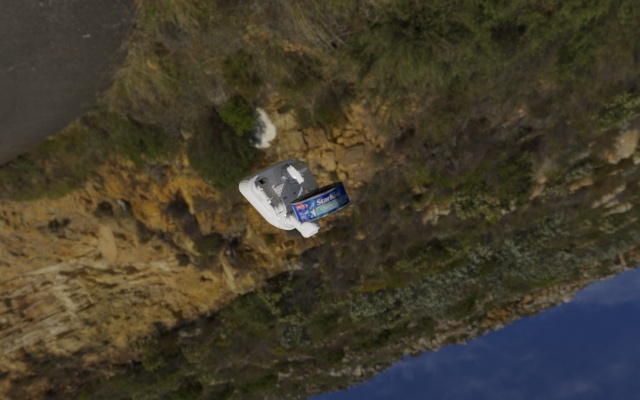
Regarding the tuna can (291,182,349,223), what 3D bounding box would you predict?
[{"bbox_3d":[0.000,0.003,0.730,0.086,0.034,0.086,-22,7,3],"label":"tuna can"}]
